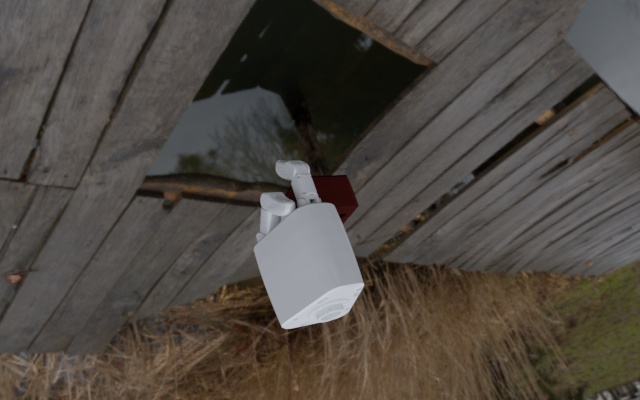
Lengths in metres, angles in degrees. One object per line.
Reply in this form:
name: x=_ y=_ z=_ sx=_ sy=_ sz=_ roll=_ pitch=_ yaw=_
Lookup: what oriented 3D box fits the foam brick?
foam brick: x=0.000 y=0.002 z=0.623 sx=0.078 sy=0.051 sz=0.053 roll=-3 pitch=-34 yaw=-32
